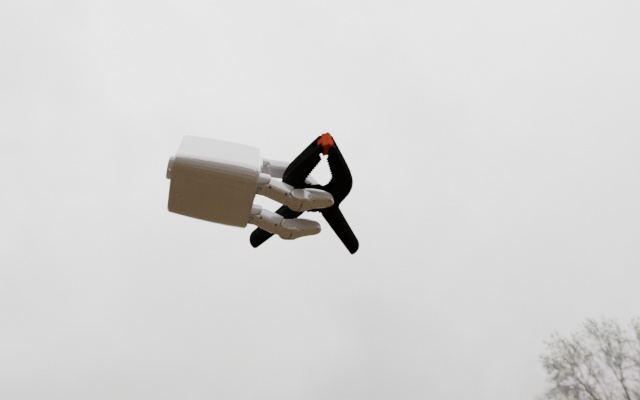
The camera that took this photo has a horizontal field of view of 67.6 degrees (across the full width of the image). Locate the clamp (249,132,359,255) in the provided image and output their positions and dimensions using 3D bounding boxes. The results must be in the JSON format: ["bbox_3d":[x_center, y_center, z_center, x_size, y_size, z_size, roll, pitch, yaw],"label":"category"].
[{"bbox_3d":[0.000,0.001,0.662,0.164,0.210,0.036,9,40,-14],"label":"clamp"}]
